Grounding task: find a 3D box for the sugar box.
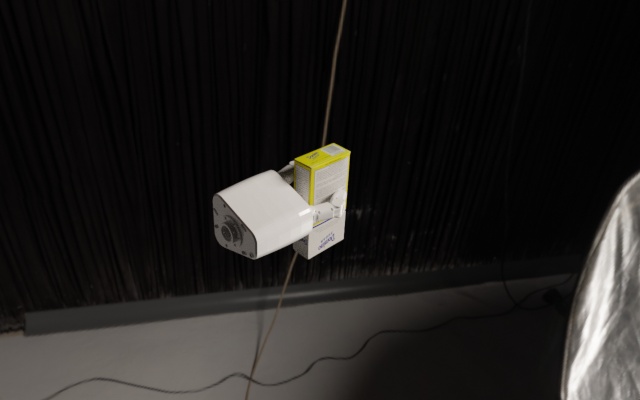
[{"bbox_3d":[0.000,0.002,0.792,0.048,0.176,0.093,32,41,34],"label":"sugar box"}]
